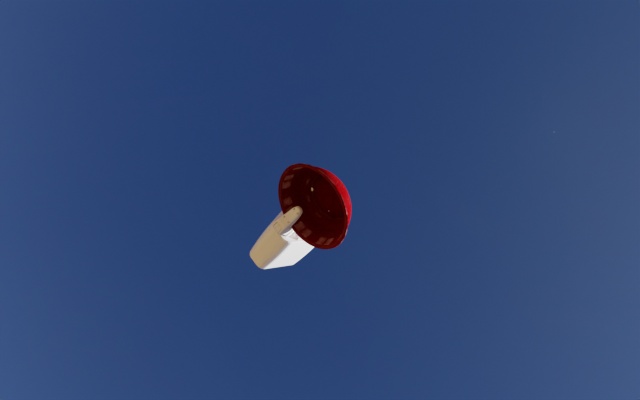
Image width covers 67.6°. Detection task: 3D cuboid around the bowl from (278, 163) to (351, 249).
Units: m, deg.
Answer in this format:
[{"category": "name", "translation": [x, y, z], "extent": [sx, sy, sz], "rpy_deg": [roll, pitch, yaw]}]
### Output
[{"category": "bowl", "translation": [0.001, 0.002, 0.843], "extent": [0.162, 0.162, 0.055], "rpy_deg": [0, 22, 46]}]
